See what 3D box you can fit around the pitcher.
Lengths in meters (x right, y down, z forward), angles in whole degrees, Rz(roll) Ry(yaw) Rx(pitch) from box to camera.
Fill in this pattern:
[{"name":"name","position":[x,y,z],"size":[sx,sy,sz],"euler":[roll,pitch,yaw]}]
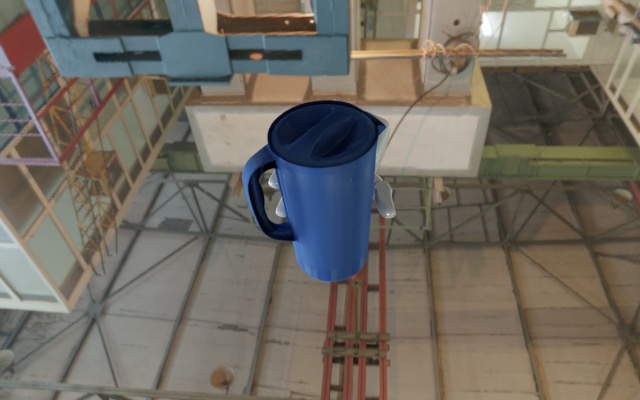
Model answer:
[{"name":"pitcher","position":[0.000,0.002,0.642],"size":[0.149,0.243,0.145],"euler":[11,46,16]}]
